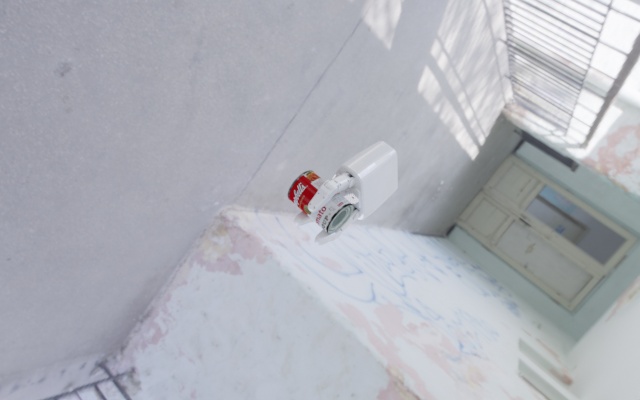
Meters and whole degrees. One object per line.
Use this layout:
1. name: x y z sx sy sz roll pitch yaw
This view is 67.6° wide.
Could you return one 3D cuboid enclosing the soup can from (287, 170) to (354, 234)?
1. soup can: 0.000 0.003 0.848 0.102 0.068 0.068 41 18 22
